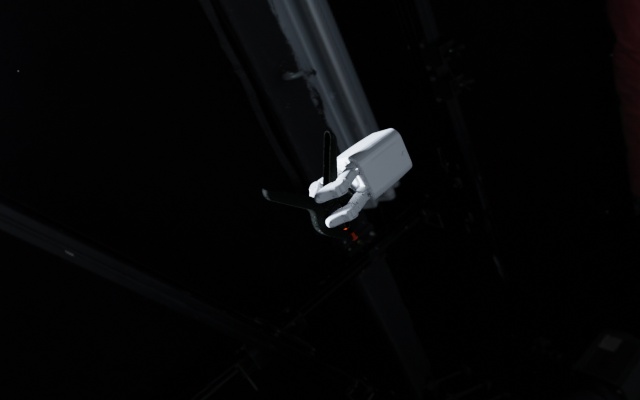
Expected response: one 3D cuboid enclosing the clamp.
[{"bbox_3d":[0.000,0.003,0.863,0.164,0.210,0.036,-37,30,-14],"label":"clamp"}]
